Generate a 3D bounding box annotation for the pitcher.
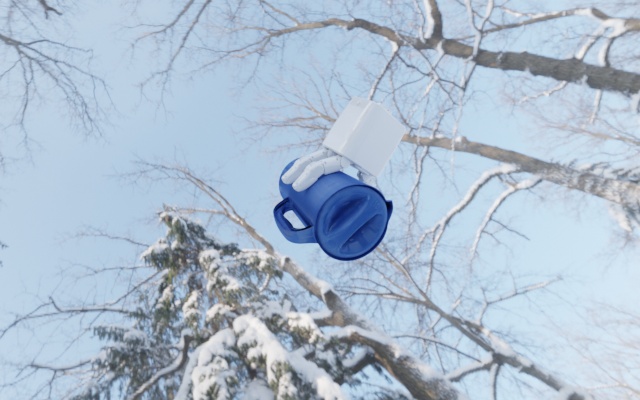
[{"bbox_3d":[0.000,0.003,0.857,0.149,0.145,0.242,28,5,-30],"label":"pitcher"}]
